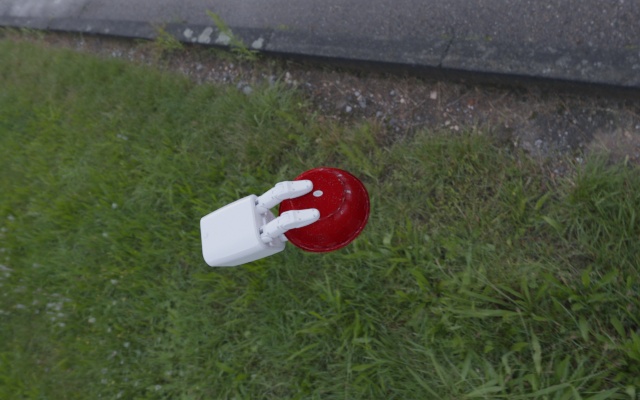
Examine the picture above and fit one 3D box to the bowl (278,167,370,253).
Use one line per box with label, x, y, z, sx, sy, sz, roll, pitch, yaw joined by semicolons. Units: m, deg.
bowl;0.001;0.002;0.795;0.162;0.162;0.055;0;-27;13
